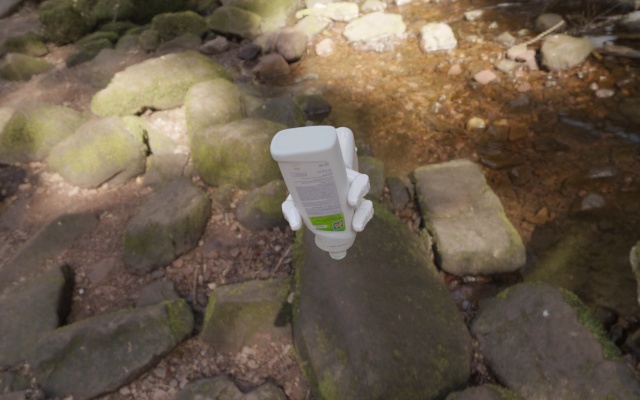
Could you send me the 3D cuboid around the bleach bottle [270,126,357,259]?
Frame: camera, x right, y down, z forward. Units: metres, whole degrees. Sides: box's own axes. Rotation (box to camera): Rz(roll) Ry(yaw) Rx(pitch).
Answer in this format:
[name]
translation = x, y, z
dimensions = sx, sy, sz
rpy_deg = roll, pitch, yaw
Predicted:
[bleach bottle]
translation = 0.000, 0.003, 0.770
dimensions = 0.102, 0.251, 0.068
rpy_deg = -4, 41, 12
